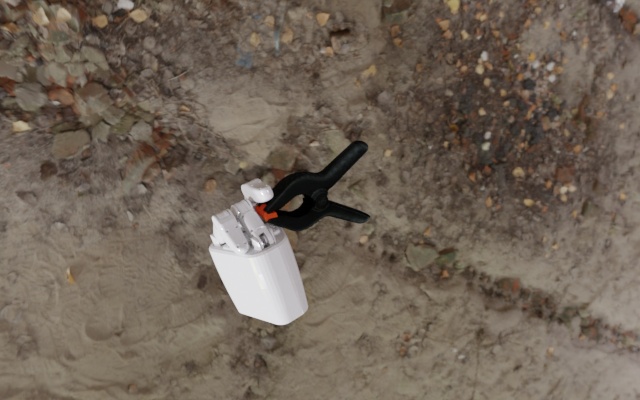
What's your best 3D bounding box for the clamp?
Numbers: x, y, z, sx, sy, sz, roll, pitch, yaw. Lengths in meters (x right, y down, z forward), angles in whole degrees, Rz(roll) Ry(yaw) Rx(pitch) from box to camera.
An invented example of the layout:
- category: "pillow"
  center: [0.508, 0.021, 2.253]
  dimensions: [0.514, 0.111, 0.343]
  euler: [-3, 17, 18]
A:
- category: "clamp"
  center: [0.000, 0.002, 0.633]
  dimensions: [0.171, 0.120, 0.039]
  euler: [-25, 25, -20]
